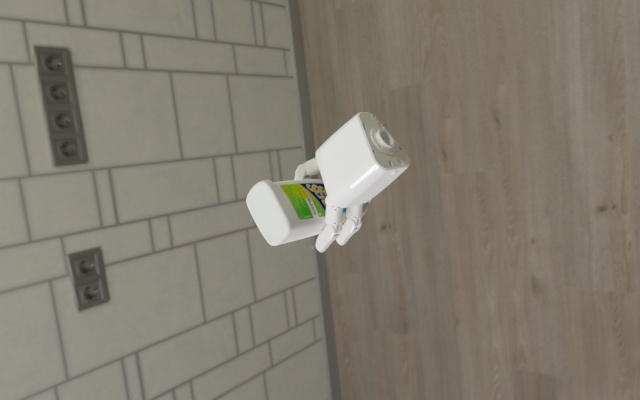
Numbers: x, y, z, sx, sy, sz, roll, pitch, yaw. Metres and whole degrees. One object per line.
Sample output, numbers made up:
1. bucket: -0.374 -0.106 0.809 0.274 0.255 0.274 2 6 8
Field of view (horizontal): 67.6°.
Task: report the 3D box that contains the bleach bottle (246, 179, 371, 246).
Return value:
1. bleach bottle: 0.000 0.003 0.815 0.251 0.102 0.068 -13 -21 -48
